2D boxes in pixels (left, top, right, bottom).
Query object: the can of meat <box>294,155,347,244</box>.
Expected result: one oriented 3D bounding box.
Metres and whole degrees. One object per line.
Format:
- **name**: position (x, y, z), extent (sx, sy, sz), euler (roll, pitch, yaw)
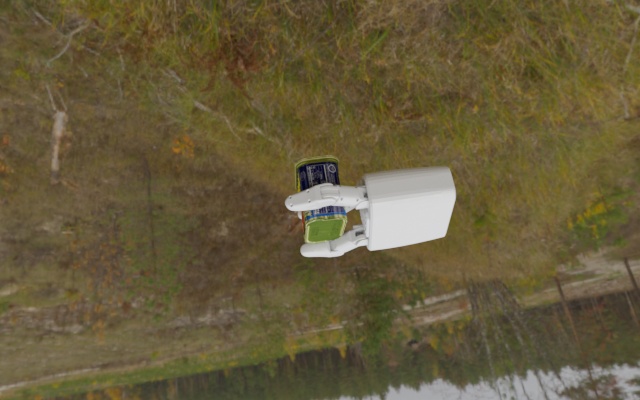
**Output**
- **can of meat**: position (0.000, 0.002, 0.622), extent (0.057, 0.084, 0.102), euler (-7, -21, -6)
